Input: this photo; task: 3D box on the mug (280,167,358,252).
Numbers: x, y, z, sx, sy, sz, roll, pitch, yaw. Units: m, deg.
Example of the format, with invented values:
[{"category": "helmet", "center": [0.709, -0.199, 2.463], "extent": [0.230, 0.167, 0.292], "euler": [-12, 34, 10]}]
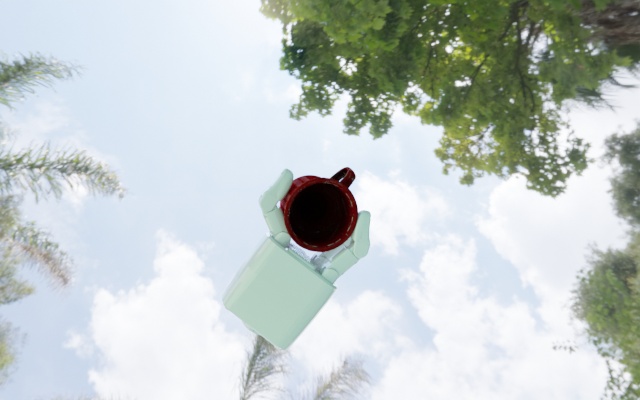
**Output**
[{"category": "mug", "center": [0.001, 0.001, 0.619], "extent": [0.093, 0.117, 0.081], "euler": [40, -1, -17]}]
